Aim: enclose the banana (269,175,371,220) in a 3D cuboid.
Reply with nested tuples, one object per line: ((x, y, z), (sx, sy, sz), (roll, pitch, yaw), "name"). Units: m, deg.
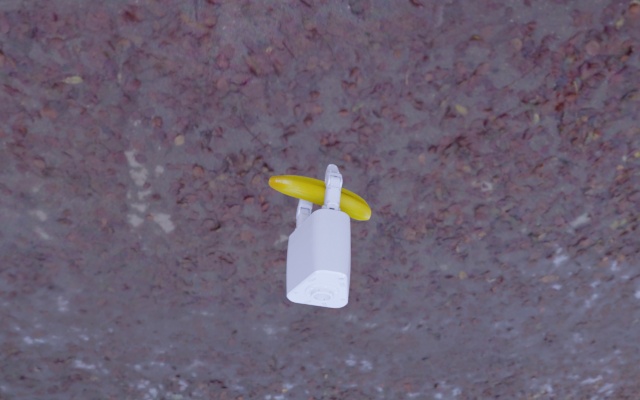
((0.014, -0.001, 0.770), (0.198, 0.037, 0.070), (23, -28, -29), "banana")
